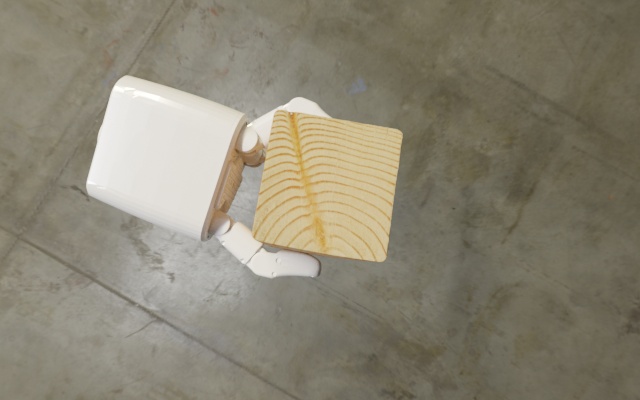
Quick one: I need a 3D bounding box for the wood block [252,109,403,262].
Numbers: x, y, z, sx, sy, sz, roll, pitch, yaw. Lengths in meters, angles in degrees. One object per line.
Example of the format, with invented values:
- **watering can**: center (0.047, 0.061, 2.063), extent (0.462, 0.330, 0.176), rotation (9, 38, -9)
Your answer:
- **wood block**: center (0.000, 0.002, 0.412), extent (0.090, 0.091, 0.206), rotation (10, -7, -2)
